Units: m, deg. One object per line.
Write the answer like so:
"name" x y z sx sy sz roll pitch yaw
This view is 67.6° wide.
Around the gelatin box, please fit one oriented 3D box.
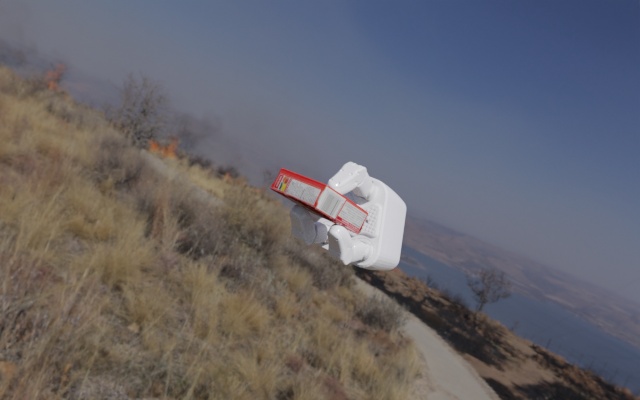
"gelatin box" 0.000 0.001 0.529 0.073 0.030 0.089 23 -6 41
